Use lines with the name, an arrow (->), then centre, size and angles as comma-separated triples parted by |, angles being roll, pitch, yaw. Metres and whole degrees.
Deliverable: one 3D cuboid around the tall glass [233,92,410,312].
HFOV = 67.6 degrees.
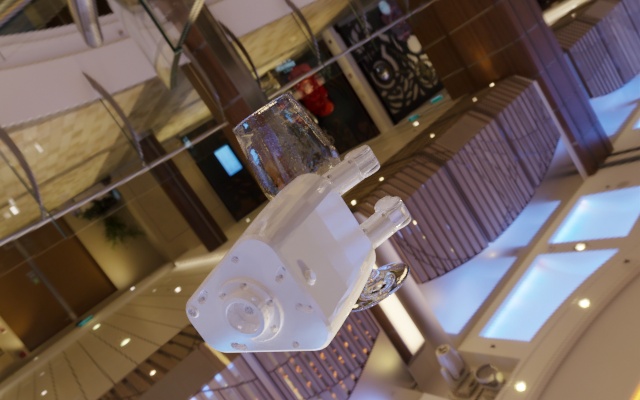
tall glass -> 0.000, 0.002, 0.446 | 0.079, 0.201, 0.079 | -32, 9, 6
